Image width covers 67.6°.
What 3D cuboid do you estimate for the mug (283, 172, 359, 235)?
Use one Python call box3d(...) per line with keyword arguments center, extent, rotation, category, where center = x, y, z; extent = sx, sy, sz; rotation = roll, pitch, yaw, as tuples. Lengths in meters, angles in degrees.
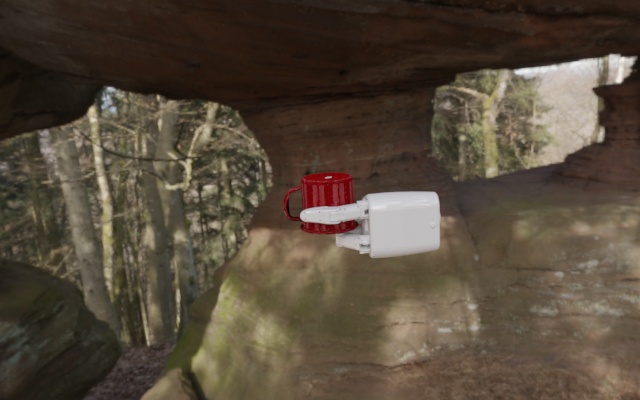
box3d(center=(-0.001, 0.002, 0.751), extent=(0.117, 0.081, 0.093), rotation=(-4, 13, -2), category="mug")
